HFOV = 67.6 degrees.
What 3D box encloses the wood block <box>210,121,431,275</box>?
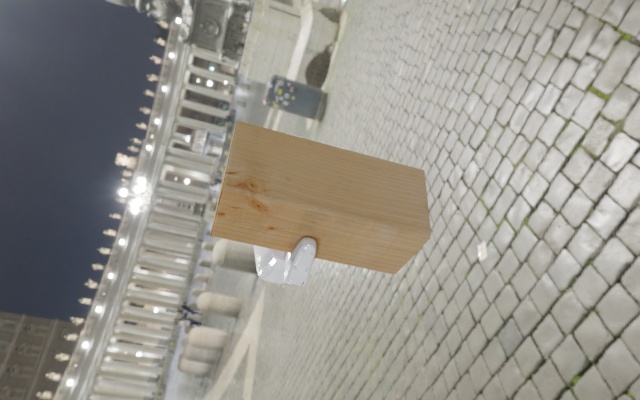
[{"bbox_3d":[0.000,0.002,0.501,0.206,0.090,0.090,13,-38,-13],"label":"wood block"}]
